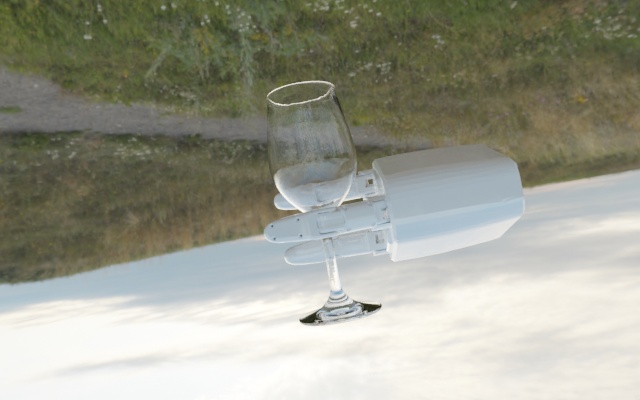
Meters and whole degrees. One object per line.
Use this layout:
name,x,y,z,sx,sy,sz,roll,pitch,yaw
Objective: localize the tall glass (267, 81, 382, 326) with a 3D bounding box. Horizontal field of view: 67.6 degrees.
tall glass,0.000,0.002,0.422,0.079,0.201,0.079,-11,-2,0
